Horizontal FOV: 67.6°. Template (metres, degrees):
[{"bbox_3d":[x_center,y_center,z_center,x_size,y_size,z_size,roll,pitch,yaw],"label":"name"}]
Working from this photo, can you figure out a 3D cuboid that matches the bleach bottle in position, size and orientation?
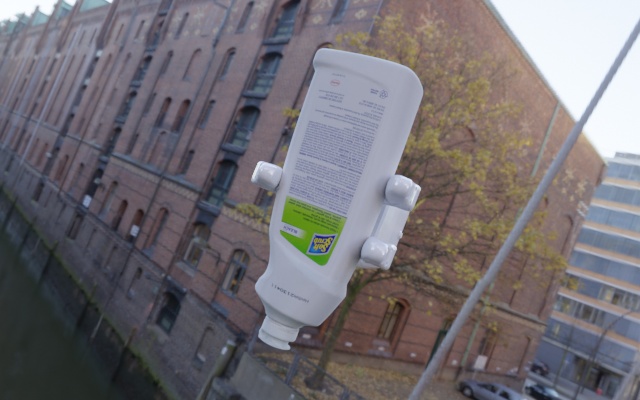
[{"bbox_3d":[0.000,0.001,0.414,0.102,0.251,0.068,20,-4,26],"label":"bleach bottle"}]
